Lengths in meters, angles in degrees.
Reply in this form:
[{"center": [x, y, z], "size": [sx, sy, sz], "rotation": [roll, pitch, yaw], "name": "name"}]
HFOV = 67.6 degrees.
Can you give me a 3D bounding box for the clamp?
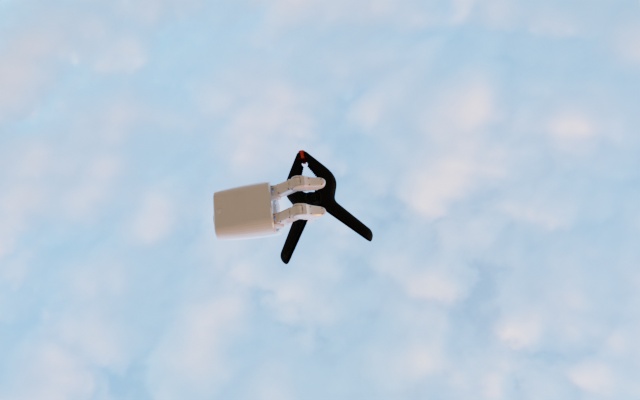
[{"center": [0.000, 0.003, 0.863], "size": [0.164, 0.210, 0.036], "rotation": [-8, -22, 1], "name": "clamp"}]
